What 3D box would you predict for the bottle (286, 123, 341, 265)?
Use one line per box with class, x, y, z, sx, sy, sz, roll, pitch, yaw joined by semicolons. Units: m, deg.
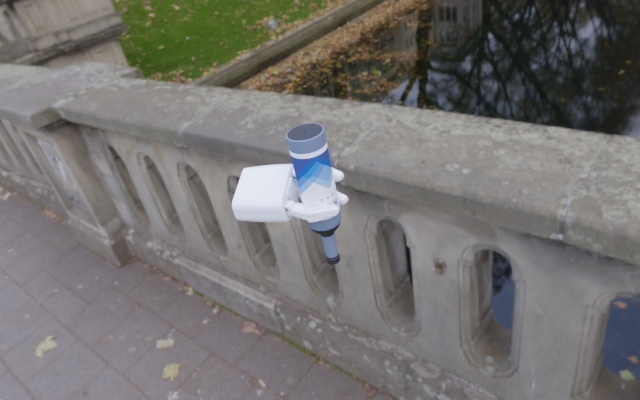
bottle;0.000;0.003;0.891;0.069;0.296;0.069;-9;34;6
